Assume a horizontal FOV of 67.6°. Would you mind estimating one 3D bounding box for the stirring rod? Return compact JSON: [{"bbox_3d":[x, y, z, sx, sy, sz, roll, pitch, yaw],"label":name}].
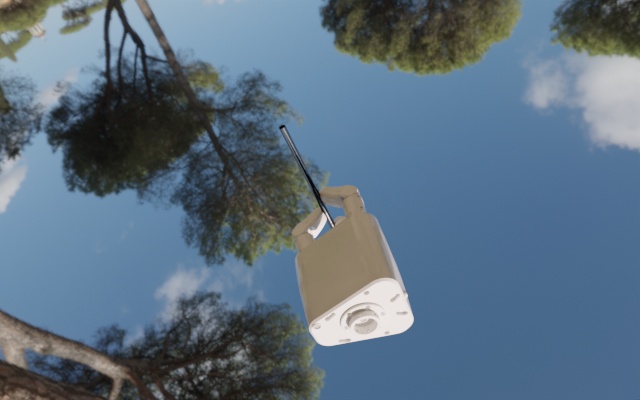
[{"bbox_3d":[0.000,0.002,0.618,0.011,0.240,0.011,-17,38,13],"label":"stirring rod"}]
